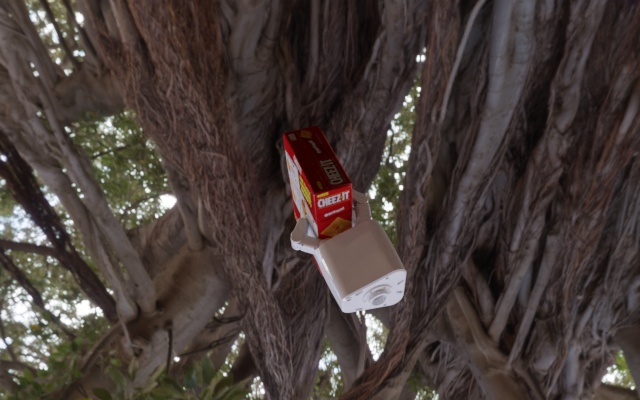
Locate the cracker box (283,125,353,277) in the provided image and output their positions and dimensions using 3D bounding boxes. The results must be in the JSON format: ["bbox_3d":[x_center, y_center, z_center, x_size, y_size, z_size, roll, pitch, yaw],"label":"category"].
[{"bbox_3d":[0.000,0.003,0.838,0.072,0.214,0.164,-17,47,-12],"label":"cracker box"}]
